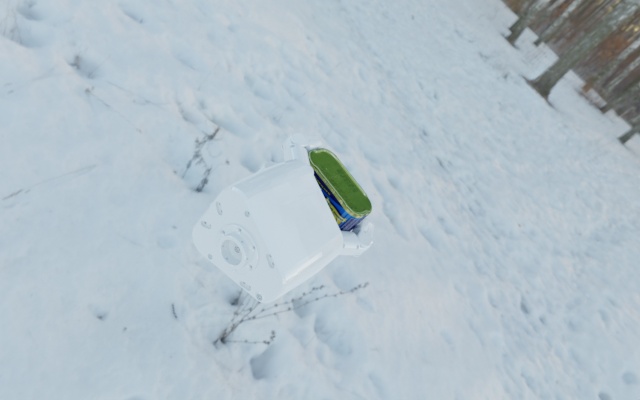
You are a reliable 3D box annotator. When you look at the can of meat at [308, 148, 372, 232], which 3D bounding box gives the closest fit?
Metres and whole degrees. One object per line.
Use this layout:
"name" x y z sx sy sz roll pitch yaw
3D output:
"can of meat" 0.000 0.002 0.562 0.084 0.102 0.057 -46 -13 34
